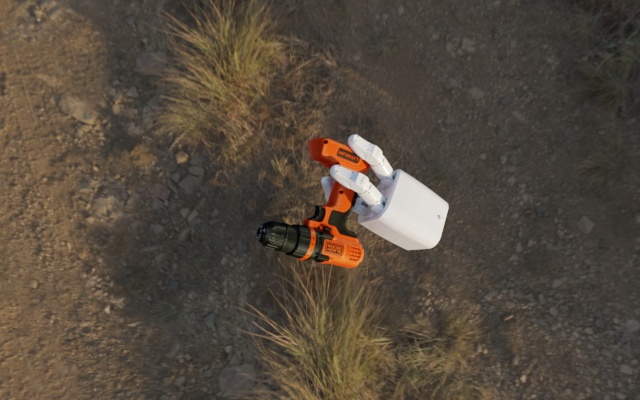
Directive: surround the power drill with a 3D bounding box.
[{"bbox_3d":[0.000,0.002,0.743,0.184,0.187,0.057,17,-8,-33],"label":"power drill"}]
